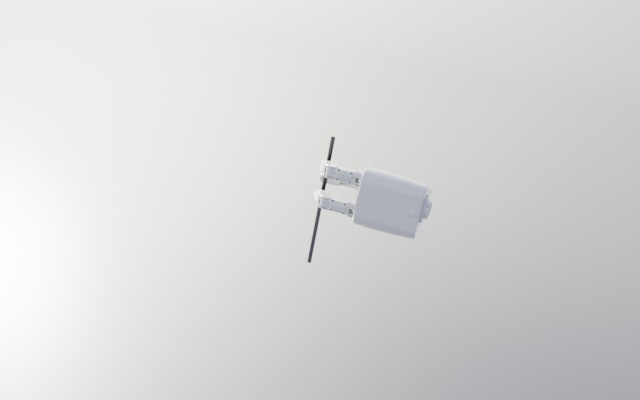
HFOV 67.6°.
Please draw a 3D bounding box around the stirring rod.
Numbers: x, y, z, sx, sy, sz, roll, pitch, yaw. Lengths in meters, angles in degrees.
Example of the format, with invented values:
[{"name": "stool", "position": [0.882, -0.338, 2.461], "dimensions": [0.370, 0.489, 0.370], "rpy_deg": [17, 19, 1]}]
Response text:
[{"name": "stirring rod", "position": [0.000, 0.003, 0.863], "dimensions": [0.011, 0.239, 0.011], "rpy_deg": [10, 18, -3]}]
